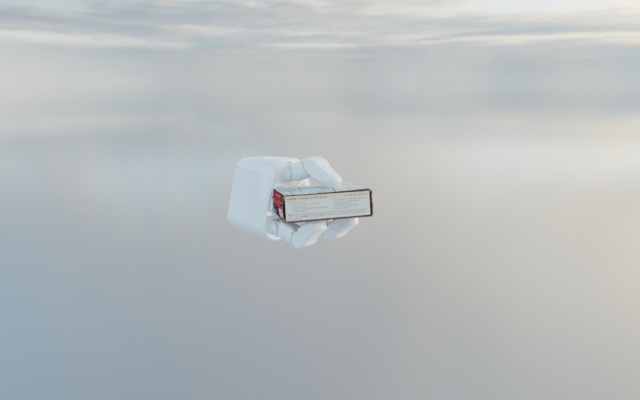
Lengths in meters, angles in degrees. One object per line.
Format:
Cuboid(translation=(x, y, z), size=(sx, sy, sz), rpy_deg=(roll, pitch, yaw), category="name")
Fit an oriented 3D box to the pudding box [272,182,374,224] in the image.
Cuboid(translation=(0.000, 0.002, 0.609), size=(0.113, 0.039, 0.090), rpy_deg=(-6, 9, -12), category="pudding box")
